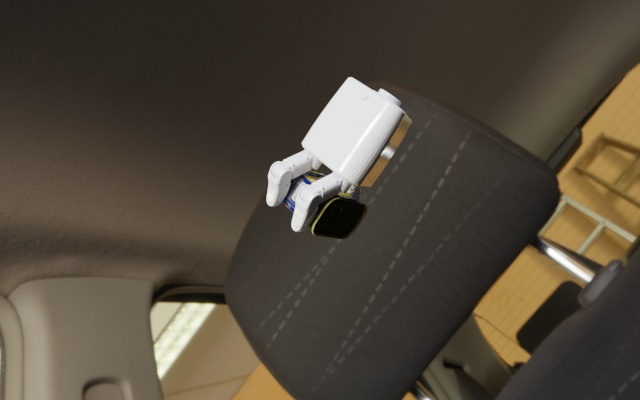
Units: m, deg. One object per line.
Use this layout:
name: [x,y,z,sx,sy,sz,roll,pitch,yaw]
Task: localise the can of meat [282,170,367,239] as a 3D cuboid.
can of meat: [0.000,0.002,0.637,0.084,0.057,0.102,41,15,30]
